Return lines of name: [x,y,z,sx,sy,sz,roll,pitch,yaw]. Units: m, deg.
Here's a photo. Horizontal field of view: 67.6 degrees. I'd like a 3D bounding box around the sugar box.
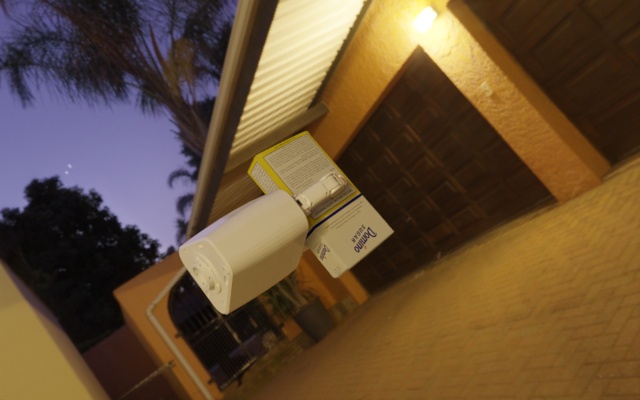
sugar box: [0.000,0.002,0.599,0.093,0.176,0.048,-33,-9,-35]
